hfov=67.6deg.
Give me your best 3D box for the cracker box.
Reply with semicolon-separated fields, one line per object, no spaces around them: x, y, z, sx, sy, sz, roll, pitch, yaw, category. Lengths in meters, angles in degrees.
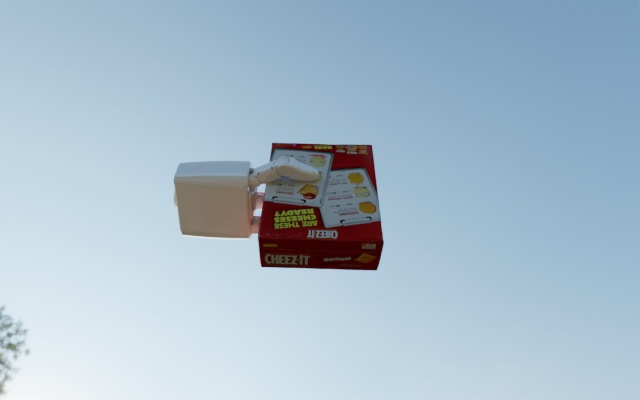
0.000;0.002;0.707;0.164;0.072;0.213;1;42;-1;cracker box
